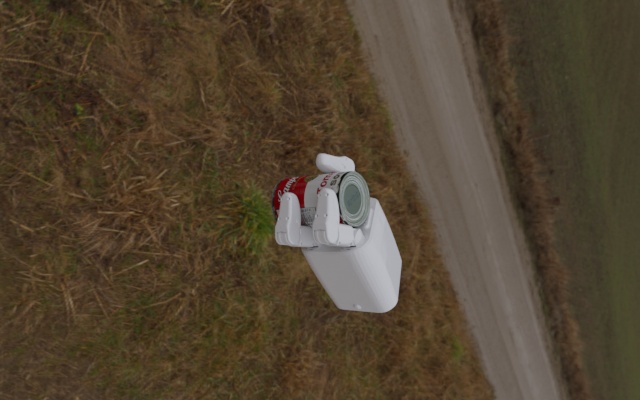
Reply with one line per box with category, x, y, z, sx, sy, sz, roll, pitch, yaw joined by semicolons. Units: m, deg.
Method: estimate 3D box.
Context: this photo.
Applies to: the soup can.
soup can;0.000;0.001;0.580;0.102;0.068;0.068;-4;-3;37
